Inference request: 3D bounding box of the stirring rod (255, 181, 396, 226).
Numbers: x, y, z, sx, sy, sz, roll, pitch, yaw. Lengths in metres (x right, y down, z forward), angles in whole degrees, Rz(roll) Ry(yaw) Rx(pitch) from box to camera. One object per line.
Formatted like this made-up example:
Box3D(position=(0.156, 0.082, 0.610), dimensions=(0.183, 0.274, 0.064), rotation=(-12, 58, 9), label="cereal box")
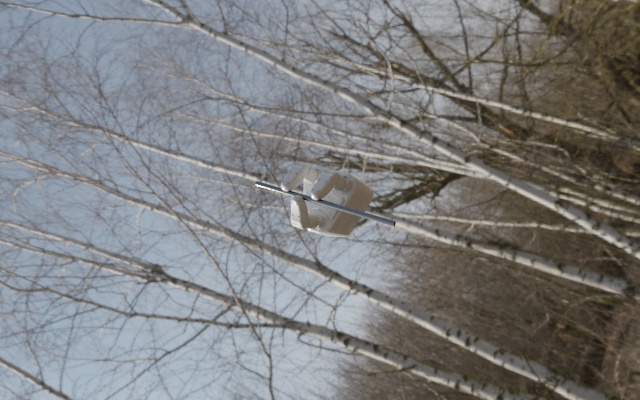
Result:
Box3D(position=(0.000, 0.002, 0.717), dimensions=(0.239, 0.011, 0.011), rotation=(16, 7, 27), label="stirring rod")
